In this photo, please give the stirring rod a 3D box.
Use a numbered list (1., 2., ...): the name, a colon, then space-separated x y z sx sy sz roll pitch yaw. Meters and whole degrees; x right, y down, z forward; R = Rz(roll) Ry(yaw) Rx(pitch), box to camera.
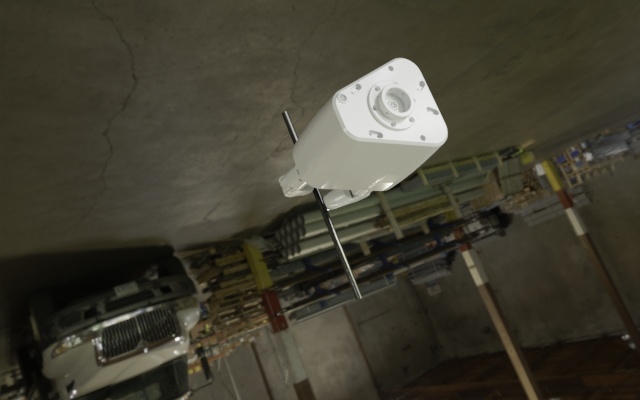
1. stirring rod: 0.000 0.002 0.564 0.011 0.239 0.011 -21 -11 -4
